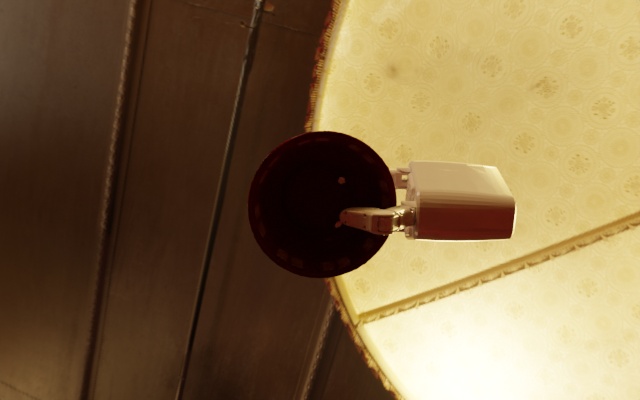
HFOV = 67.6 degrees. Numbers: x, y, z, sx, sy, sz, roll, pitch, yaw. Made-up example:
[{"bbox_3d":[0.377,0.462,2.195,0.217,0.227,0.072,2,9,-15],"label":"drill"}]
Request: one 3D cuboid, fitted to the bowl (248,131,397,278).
[{"bbox_3d":[-0.001,0.001,0.533,0.162,0.162,0.055,0,12,-8],"label":"bowl"}]
